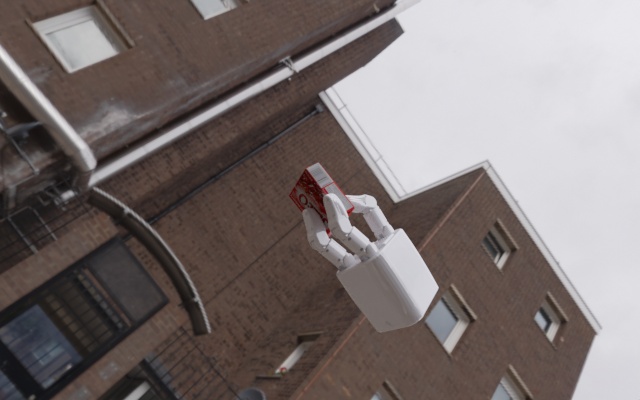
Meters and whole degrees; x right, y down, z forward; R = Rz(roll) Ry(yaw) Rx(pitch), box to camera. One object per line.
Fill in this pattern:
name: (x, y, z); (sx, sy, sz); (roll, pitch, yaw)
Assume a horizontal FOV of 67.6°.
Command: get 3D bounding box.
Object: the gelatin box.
gelatin box: (0.000, 0.002, 0.692); (0.030, 0.089, 0.073); (-28, -17, -37)
